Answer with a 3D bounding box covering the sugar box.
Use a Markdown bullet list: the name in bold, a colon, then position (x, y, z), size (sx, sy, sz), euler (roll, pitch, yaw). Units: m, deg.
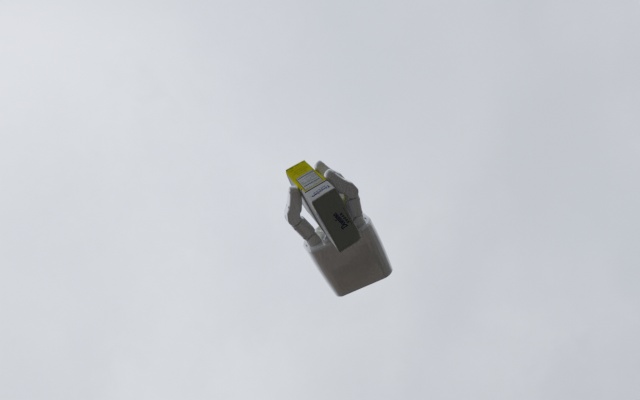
- **sugar box**: position (0.001, 0.002, 0.742), size (0.048, 0.093, 0.176), euler (-32, 24, -7)
